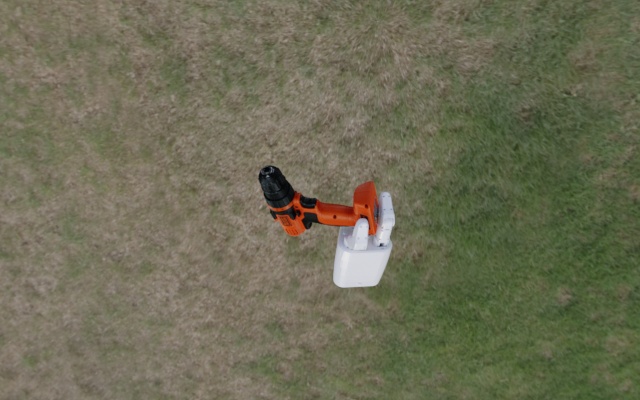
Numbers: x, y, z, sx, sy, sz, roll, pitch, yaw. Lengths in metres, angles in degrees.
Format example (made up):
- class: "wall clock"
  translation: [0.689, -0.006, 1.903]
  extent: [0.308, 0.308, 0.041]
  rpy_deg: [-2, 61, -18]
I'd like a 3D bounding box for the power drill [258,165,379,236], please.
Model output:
- class: "power drill"
  translation: [0.001, 0.003, 0.810]
  extent: [0.187, 0.057, 0.185]
  rpy_deg: [3, -31, 17]
